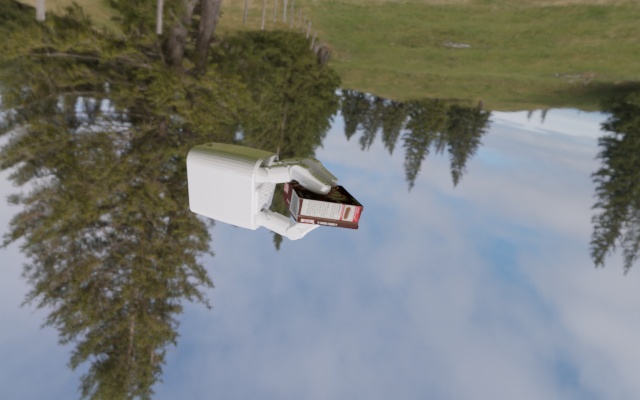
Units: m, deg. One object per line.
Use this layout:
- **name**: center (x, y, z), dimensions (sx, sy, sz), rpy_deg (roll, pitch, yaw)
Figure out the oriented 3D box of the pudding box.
- **pudding box**: center (0.000, 0.002, 0.672), dimensions (0.090, 0.039, 0.113), rpy_deg (7, 17, -16)
